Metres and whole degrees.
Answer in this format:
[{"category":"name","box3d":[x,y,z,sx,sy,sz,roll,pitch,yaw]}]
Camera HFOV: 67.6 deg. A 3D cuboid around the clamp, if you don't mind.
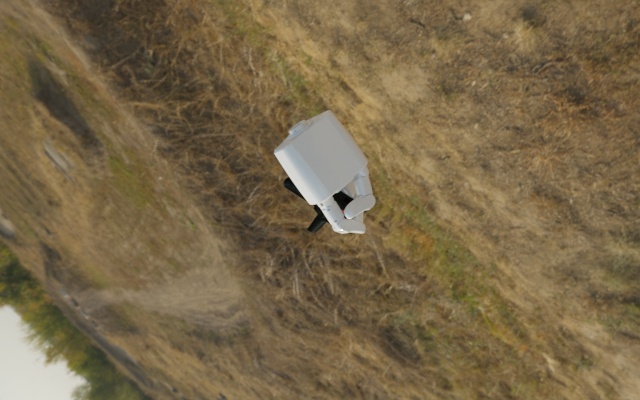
[{"category":"clamp","box3d":[0.000,0.003,0.847,0.039,0.120,0.171,-47,19,-30]}]
